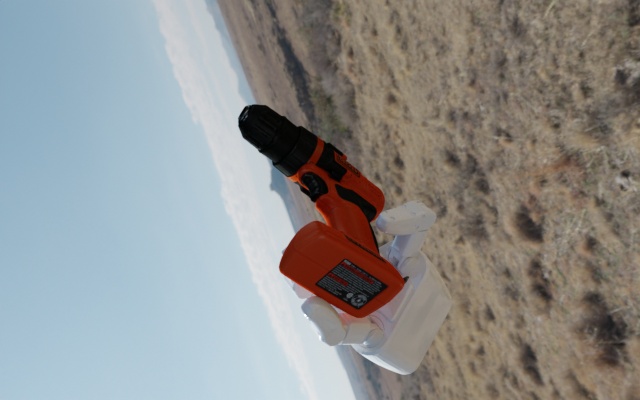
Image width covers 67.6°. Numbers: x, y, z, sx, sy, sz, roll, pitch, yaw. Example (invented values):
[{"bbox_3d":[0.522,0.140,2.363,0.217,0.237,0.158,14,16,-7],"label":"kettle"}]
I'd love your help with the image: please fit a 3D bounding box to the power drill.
[{"bbox_3d":[0.000,0.002,0.437,0.184,0.057,0.187,33,27,-25],"label":"power drill"}]
